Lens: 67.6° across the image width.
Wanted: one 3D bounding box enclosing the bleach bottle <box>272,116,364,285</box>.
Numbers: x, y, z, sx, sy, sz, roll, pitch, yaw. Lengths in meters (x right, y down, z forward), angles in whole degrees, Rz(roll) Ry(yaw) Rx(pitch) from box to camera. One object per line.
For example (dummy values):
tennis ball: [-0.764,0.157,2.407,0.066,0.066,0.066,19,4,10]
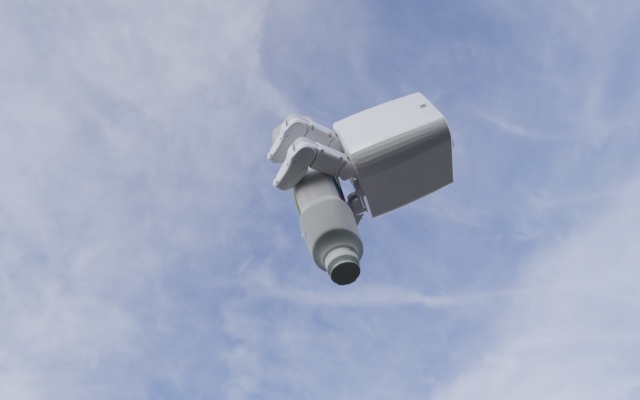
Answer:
bleach bottle: [0.000,0.002,0.532,0.068,0.103,0.250,-22,37,2]
